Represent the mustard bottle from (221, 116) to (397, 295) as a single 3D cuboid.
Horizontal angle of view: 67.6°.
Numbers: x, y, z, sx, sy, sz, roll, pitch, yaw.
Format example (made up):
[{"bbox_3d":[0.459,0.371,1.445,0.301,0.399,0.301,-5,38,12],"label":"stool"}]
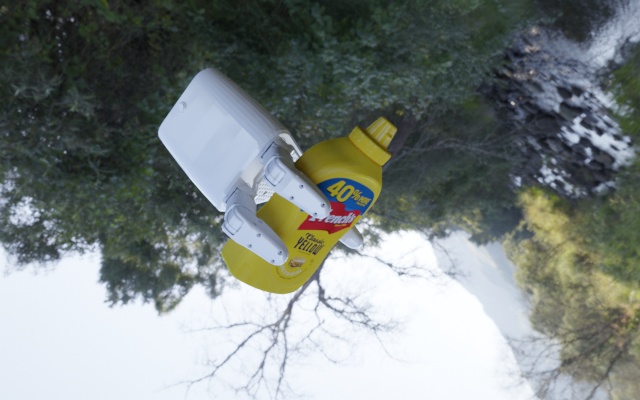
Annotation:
[{"bbox_3d":[0.000,0.002,0.441,0.096,0.192,0.058,26,20,-45],"label":"mustard bottle"}]
